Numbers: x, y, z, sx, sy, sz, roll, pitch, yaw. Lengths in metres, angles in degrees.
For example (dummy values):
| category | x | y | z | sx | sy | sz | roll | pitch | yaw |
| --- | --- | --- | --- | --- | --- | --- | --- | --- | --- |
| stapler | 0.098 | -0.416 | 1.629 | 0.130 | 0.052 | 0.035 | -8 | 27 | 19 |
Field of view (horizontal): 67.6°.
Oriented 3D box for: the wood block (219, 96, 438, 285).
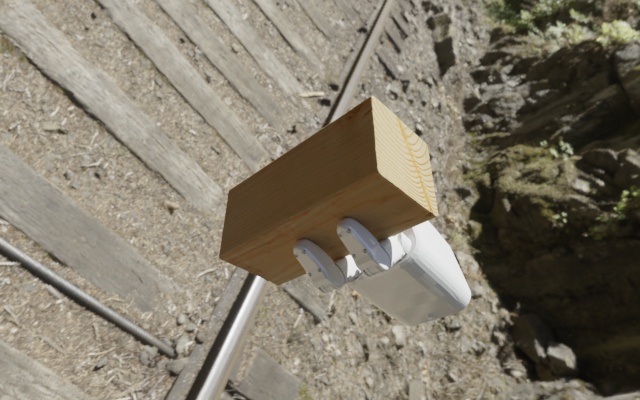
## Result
| category | x | y | z | sx | sy | sz | roll | pitch | yaw |
| --- | --- | --- | --- | --- | --- | --- | --- | --- | --- |
| wood block | 0.000 | 0.001 | 0.477 | 0.206 | 0.090 | 0.090 | -29 | -45 | 34 |
